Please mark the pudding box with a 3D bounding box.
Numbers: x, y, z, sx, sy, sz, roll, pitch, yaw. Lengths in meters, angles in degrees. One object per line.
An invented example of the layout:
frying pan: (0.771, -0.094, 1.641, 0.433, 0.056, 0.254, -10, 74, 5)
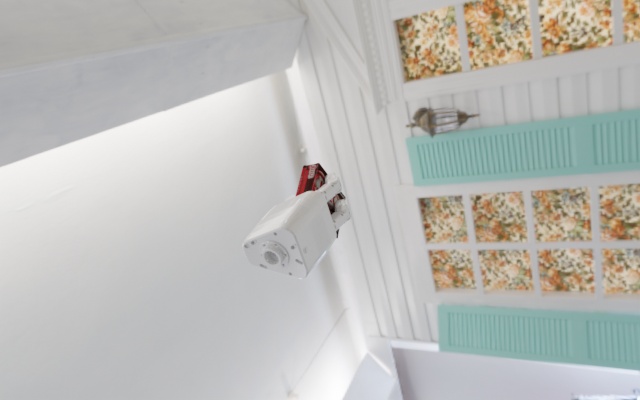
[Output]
pudding box: (0.000, 0.003, 0.840, 0.039, 0.090, 0.114, -4, -35, 28)
